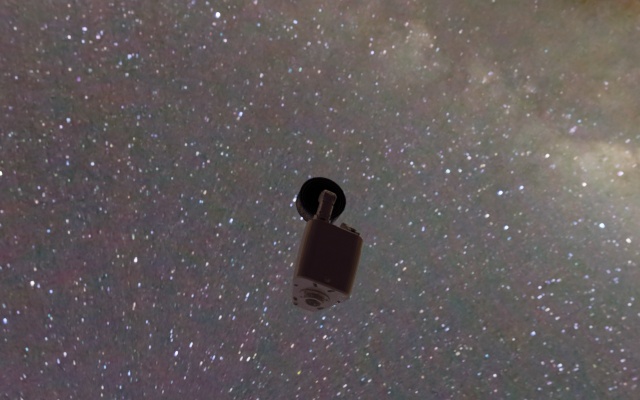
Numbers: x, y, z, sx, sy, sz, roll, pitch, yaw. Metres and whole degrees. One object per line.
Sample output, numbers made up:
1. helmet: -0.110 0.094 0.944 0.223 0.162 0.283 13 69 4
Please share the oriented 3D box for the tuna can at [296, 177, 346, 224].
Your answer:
1. tuna can: 0.000 0.003 0.853 0.086 0.086 0.034 0 -29 -20
